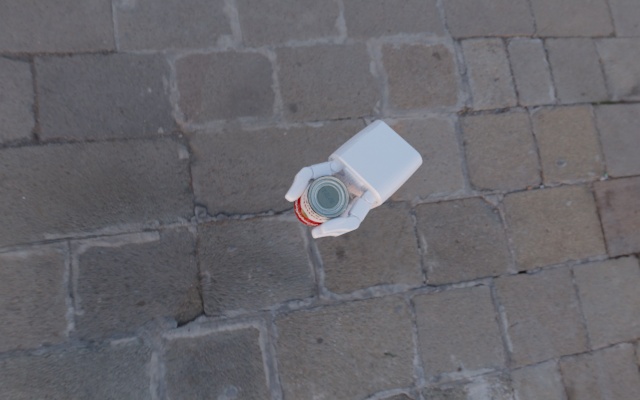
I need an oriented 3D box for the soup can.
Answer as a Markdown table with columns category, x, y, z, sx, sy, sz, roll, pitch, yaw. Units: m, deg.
| category | x | y | z | sx | sy | sz | roll | pitch | yaw |
| --- | --- | --- | --- | --- | --- | --- | --- | --- | --- |
| soup can | 0.000 | 0.003 | 0.766 | 0.068 | 0.068 | 0.102 | 0 | -10 | -15 |
